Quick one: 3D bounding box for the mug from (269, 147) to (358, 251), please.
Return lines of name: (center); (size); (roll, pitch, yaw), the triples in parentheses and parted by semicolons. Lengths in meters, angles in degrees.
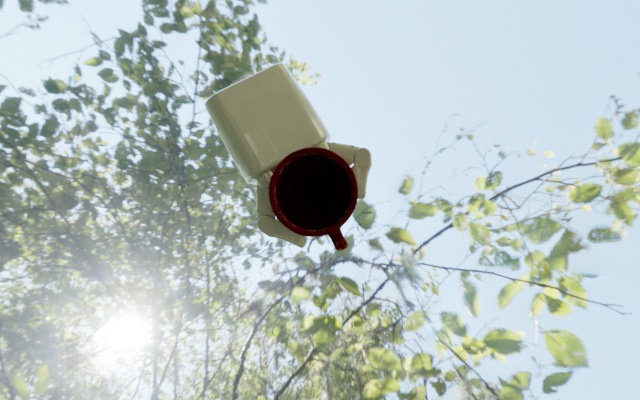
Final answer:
mug: (0.001, 0.003, 0.534); (0.093, 0.117, 0.081); (-30, -1, 2)
